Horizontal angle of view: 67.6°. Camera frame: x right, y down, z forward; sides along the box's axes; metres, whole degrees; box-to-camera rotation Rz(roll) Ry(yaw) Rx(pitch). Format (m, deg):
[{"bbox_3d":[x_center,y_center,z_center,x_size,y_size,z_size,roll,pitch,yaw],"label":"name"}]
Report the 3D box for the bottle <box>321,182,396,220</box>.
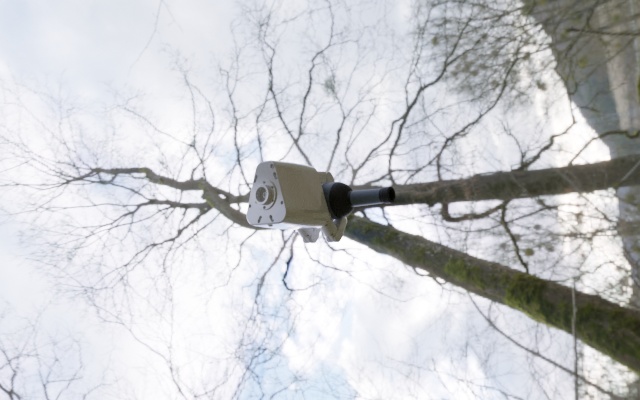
[{"bbox_3d":[0.000,0.003,0.870,0.296,0.069,0.069,-6,-4,37],"label":"bottle"}]
